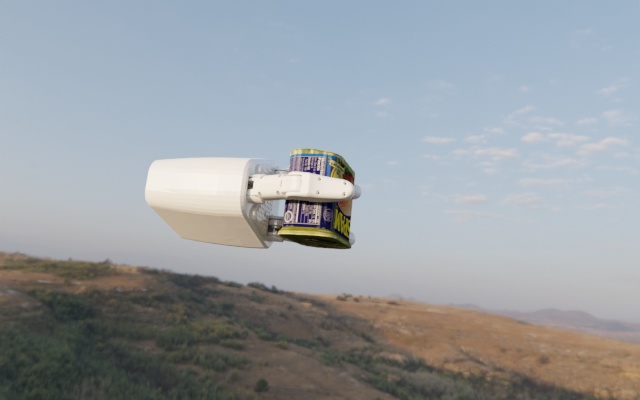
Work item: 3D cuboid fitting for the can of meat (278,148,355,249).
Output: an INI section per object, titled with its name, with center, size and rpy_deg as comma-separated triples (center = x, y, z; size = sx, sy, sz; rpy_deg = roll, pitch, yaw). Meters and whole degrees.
[can of meat]
center = 0.000, 0.001, 0.487
size = 0.057, 0.084, 0.102
rpy_deg = 2, -12, 16
